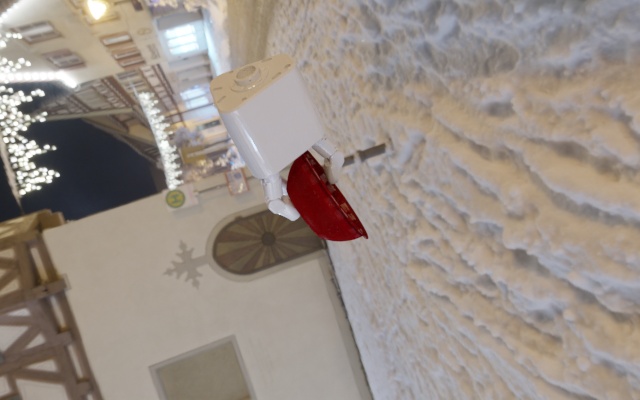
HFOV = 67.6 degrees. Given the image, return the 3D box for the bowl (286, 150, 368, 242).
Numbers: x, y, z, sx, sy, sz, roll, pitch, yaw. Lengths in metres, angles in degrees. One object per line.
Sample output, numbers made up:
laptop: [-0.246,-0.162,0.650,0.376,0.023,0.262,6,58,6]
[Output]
bowl: [0.000,0.003,0.676,0.055,0.162,0.162,-36,-5,7]
